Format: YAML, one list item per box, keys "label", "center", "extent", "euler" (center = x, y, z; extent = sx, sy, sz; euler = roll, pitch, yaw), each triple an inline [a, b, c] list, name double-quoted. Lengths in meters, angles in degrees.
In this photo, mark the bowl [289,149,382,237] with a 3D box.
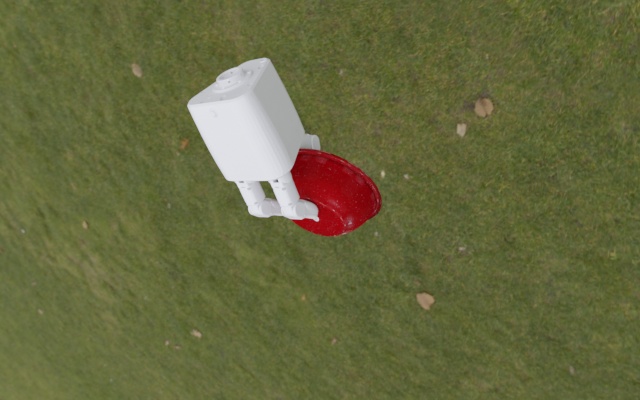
- label: "bowl"
  center: [0.001, 0.003, 0.662]
  extent: [0.162, 0.055, 0.162]
  euler: [18, -30, 11]
